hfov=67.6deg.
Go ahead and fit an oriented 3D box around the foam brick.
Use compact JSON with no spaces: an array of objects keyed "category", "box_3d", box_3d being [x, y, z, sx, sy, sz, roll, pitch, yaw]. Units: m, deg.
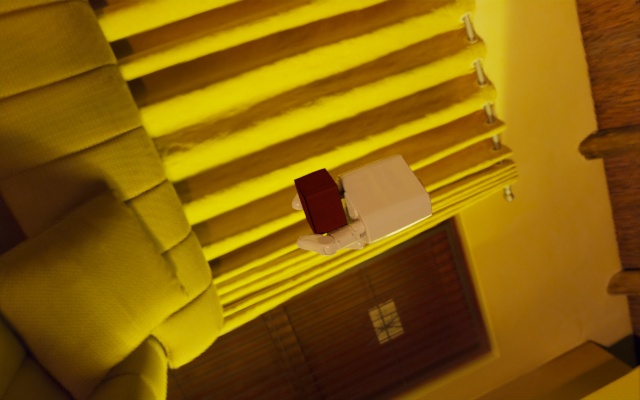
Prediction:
[{"category":"foam brick","box_3d":[0.000,0.002,0.691,0.051,0.078,0.053,-22,38,-7]}]
